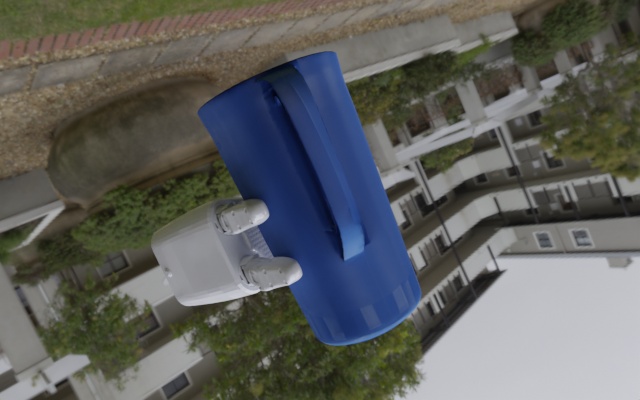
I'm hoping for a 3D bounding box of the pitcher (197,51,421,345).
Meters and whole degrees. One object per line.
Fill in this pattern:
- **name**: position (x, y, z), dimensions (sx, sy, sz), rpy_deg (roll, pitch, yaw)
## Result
- **pitcher**: position (0.000, 0.001, 0.425), dimensions (0.145, 0.243, 0.149), rpy_deg (-20, 7, 35)
